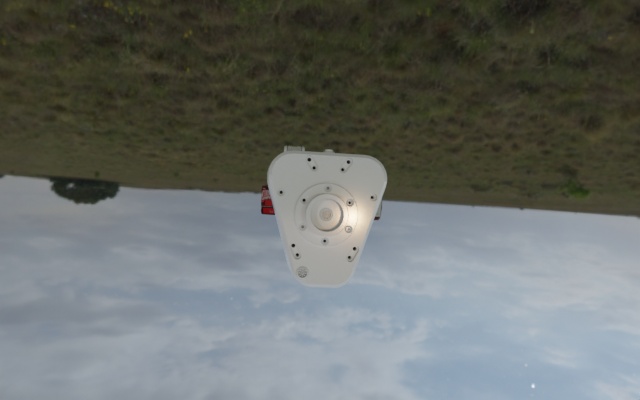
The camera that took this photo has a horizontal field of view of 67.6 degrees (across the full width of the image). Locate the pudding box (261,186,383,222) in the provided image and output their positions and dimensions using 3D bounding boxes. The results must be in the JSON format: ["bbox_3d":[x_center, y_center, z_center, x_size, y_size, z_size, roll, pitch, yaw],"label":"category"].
[{"bbox_3d":[0.000,0.002,0.545,0.113,0.039,0.090,5,-1,-31],"label":"pudding box"}]
